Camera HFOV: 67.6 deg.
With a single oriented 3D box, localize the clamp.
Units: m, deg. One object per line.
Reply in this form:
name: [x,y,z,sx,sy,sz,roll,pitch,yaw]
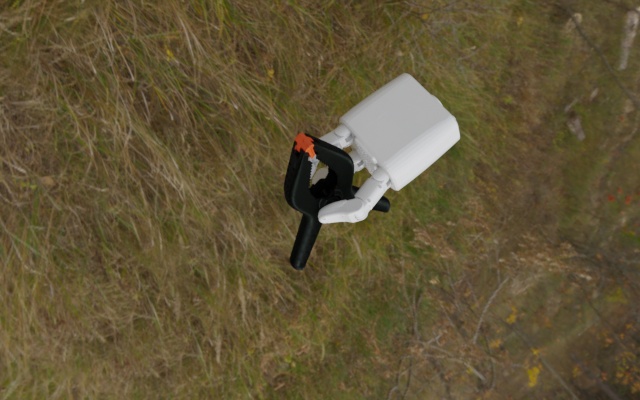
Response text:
clamp: [0.001,0.002,0.604,0.036,0.164,0.210,49,-5,38]
